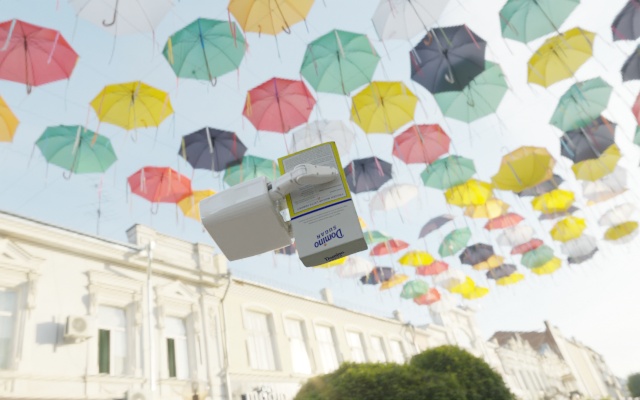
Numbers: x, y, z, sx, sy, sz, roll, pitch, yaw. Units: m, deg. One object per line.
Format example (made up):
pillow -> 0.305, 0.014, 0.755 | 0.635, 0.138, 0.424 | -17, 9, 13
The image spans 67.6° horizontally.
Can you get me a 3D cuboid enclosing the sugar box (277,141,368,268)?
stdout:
sugar box -> 0.000, 0.002, 0.686 | 0.093, 0.176, 0.048 | -18, -31, 6
